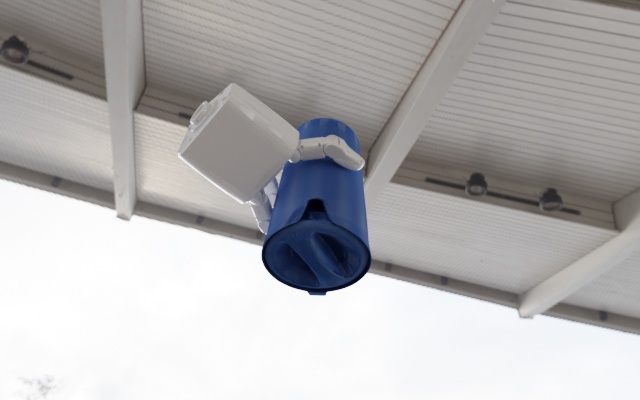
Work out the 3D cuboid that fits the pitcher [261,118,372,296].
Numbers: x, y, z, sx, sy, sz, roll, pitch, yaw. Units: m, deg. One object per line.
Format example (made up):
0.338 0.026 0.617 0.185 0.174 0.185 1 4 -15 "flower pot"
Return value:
0.000 0.002 0.664 0.145 0.242 0.149 36 -54 -26 "pitcher"
